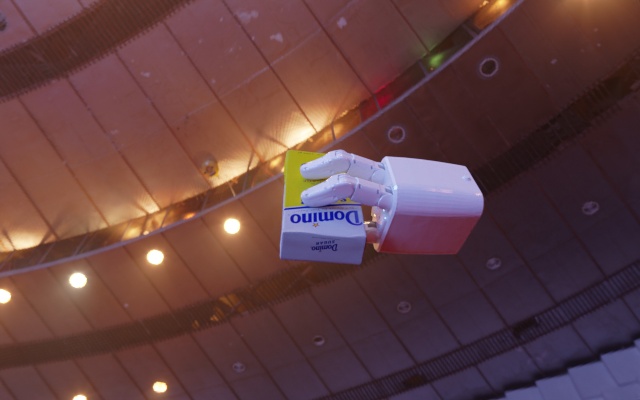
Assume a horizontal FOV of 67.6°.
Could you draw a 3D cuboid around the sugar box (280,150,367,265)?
[{"bbox_3d":[0.000,0.001,0.581,0.093,0.048,0.176,4,33,-6],"label":"sugar box"}]
